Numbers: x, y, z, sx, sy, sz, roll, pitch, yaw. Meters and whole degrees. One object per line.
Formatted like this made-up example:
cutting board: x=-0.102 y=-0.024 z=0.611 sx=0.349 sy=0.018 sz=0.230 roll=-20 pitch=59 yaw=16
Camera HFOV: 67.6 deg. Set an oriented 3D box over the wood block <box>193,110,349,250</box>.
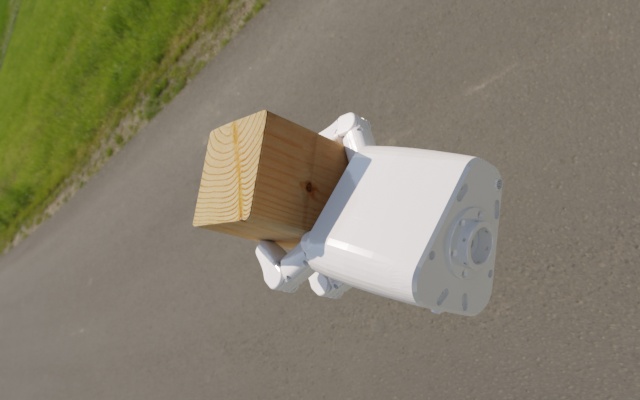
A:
wood block: x=0.000 y=0.001 z=0.452 sx=0.206 sy=0.090 sz=0.090 roll=19 pitch=-18 yaw=-39
